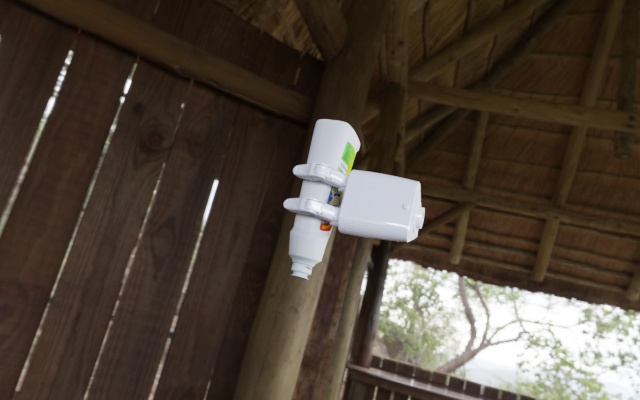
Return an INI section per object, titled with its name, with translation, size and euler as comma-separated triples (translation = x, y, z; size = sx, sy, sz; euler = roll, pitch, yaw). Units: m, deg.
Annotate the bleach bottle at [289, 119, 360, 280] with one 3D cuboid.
[bleach bottle]
translation = 0.000, 0.002, 0.768
size = 0.068, 0.250, 0.103
euler = 10, -14, 19
